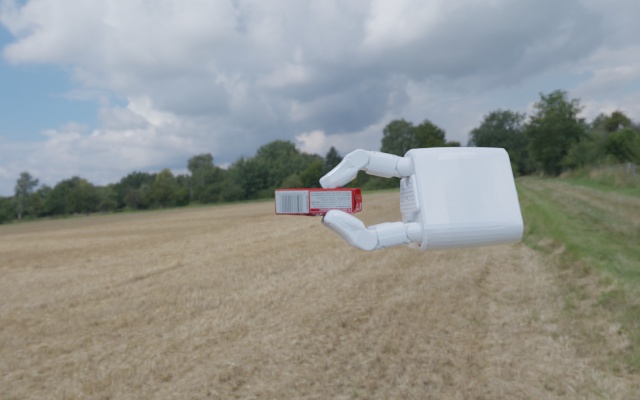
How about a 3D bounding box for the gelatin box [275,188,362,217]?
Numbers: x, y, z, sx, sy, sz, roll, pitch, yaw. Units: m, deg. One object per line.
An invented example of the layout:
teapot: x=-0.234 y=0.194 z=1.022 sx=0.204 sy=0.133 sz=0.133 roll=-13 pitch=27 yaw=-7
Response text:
gelatin box: x=0.000 y=0.001 z=0.540 sx=0.089 sy=0.030 sz=0.073 roll=-1 pitch=0 yaw=10
